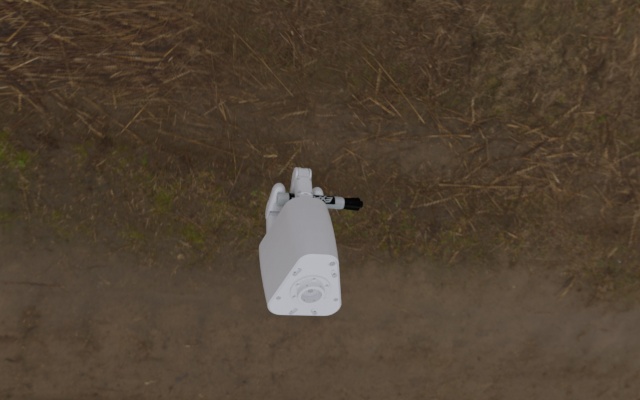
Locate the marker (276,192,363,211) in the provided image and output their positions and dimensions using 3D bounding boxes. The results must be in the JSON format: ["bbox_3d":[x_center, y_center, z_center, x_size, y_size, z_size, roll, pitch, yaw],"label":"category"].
[{"bbox_3d":[0.000,0.002,0.654,0.121,0.020,0.020,4,-1,-14],"label":"marker"}]
